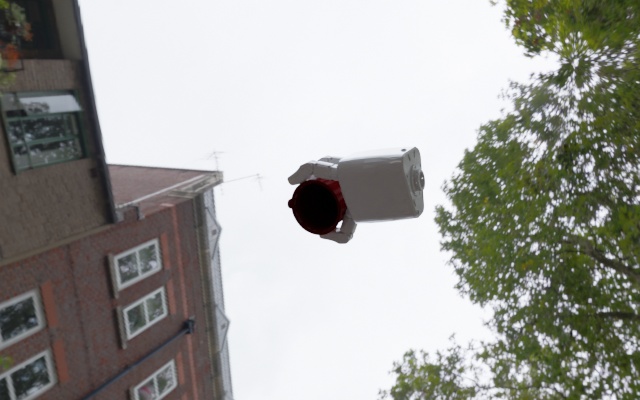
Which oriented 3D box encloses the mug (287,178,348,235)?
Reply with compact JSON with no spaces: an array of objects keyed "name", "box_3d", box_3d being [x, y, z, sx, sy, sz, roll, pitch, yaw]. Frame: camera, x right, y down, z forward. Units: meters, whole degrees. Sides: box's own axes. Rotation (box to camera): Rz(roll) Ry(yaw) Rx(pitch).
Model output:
[{"name":"mug","box_3d":[-0.001,0.003,0.810,0.117,0.093,0.081,-3,13,30]}]
